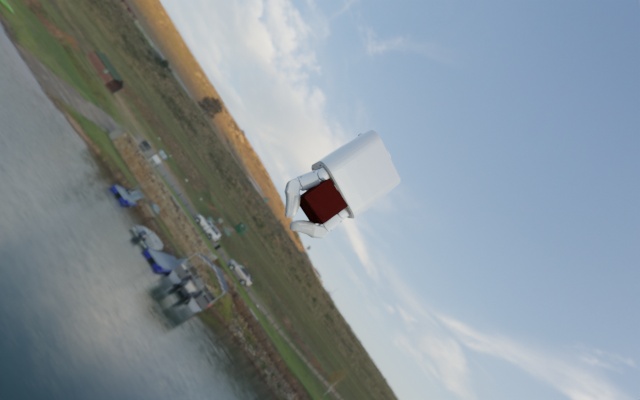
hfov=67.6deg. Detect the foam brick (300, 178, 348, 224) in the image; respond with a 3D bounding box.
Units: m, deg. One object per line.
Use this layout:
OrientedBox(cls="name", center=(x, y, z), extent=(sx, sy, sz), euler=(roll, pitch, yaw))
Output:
OrientedBox(cls="foam brick", center=(0.000, 0.003, 0.752), extent=(0.051, 0.053, 0.078), euler=(-34, 6, -12))
